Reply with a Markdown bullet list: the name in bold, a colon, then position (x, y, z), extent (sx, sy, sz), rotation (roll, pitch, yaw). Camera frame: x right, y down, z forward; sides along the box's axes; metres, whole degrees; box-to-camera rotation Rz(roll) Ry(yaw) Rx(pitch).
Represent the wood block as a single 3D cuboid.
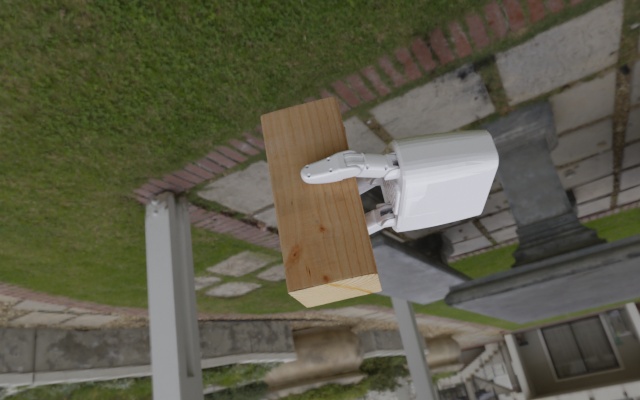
- **wood block**: position (0.000, 0.002, 0.533), extent (0.090, 0.206, 0.091), rotation (-14, -23, 5)
